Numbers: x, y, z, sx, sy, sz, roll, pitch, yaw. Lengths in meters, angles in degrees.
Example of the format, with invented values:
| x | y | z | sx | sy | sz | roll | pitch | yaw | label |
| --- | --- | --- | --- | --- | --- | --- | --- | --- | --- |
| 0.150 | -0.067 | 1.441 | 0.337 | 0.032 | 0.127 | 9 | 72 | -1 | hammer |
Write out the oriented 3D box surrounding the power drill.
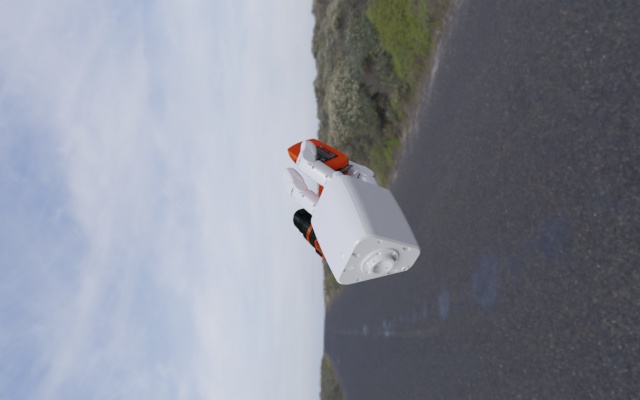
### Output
| x | y | z | sx | sy | sz | roll | pitch | yaw | label |
| --- | --- | --- | --- | --- | --- | --- | --- | --- | --- |
| 0.000 | 0.002 | 0.746 | 0.057 | 0.188 | 0.184 | -27 | 35 | -24 | power drill |
